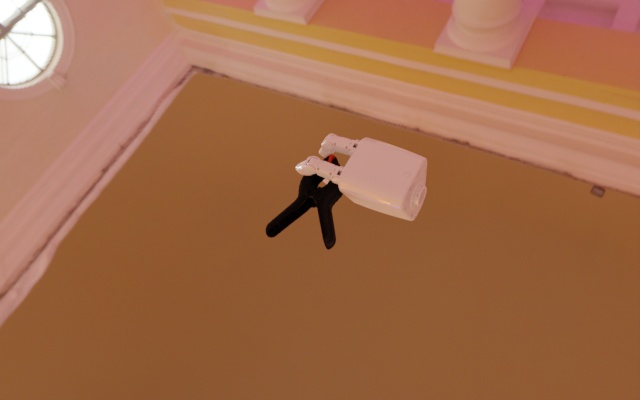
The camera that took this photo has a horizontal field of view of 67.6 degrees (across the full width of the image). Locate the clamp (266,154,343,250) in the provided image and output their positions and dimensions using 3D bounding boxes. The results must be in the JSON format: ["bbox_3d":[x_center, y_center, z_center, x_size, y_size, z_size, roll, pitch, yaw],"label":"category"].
[{"bbox_3d":[0.000,0.003,0.758,0.120,0.171,0.039,21,-23,27],"label":"clamp"}]
